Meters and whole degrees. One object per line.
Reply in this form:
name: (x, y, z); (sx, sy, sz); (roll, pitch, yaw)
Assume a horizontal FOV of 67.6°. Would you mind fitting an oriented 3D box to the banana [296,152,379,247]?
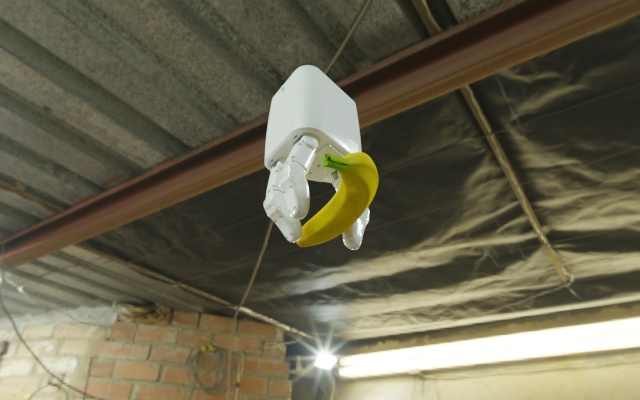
banana: (0.019, 0.001, 0.508); (0.069, 0.037, 0.198); (2, -29, -10)
